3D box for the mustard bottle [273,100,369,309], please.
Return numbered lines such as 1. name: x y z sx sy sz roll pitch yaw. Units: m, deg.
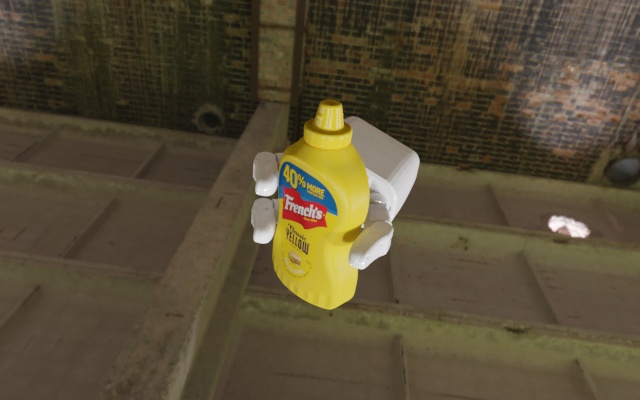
1. mustard bottle: 0.000 0.002 0.440 0.058 0.192 0.096 -20 40 -37
